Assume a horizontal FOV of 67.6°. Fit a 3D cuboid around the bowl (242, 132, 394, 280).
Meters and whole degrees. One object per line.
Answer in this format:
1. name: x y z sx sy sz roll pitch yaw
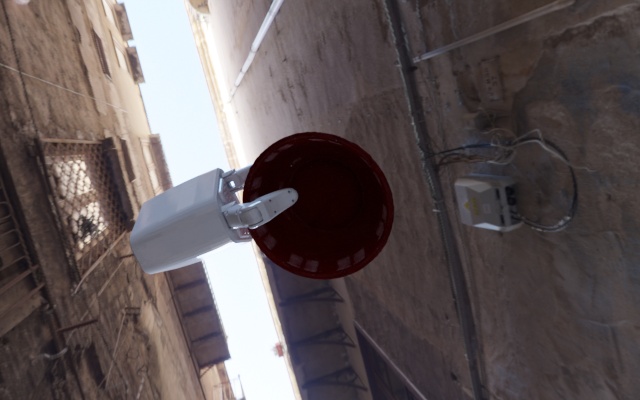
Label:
1. bowl: 0.001 0.001 0.520 0.162 0.162 0.055 0 17 12
